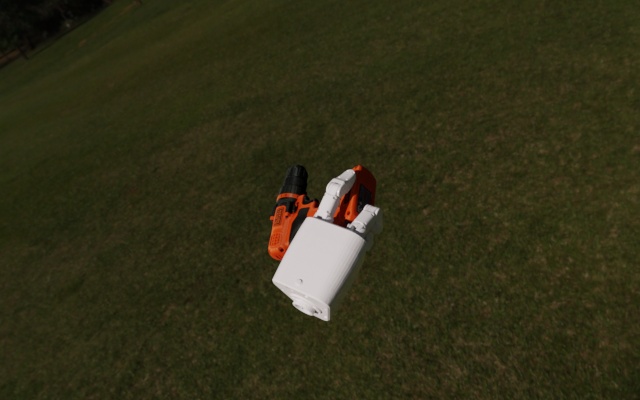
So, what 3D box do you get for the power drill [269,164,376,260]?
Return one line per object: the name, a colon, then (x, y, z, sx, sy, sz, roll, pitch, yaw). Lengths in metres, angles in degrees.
power drill: (0.000, 0.003, 0.790, 0.188, 0.184, 0.057, -16, -37, 38)
